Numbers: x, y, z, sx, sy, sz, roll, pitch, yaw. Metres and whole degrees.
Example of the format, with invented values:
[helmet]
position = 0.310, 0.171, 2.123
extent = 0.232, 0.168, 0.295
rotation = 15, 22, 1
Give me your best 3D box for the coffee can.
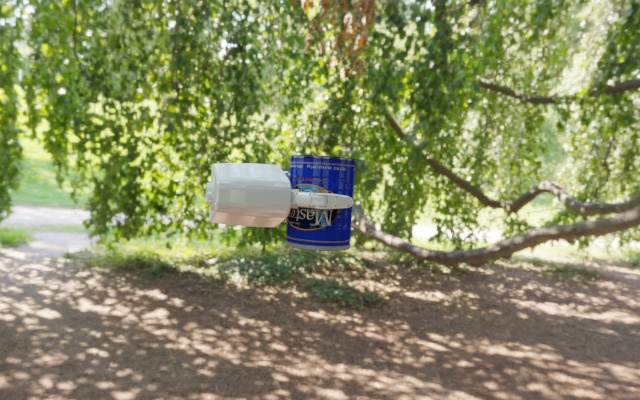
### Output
[coffee can]
position = 0.000, 0.003, 0.749
extent = 0.103, 0.140, 0.103
rotation = 3, 2, 0
